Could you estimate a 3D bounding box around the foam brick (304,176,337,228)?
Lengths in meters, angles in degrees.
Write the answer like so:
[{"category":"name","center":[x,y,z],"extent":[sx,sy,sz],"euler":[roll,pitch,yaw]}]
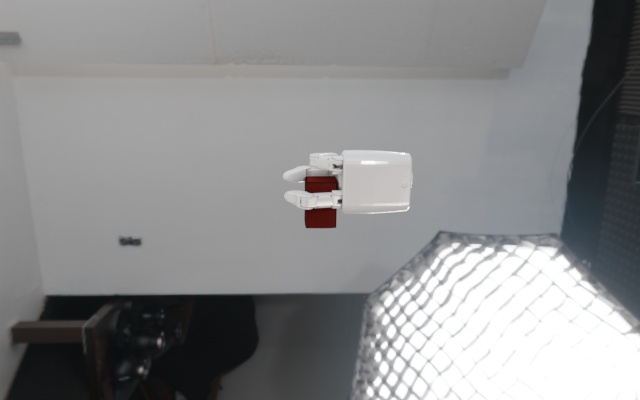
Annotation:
[{"category":"foam brick","center":[0.000,0.003,0.779],"extent":[0.051,0.078,0.053],"euler":[0,15,-4]}]
